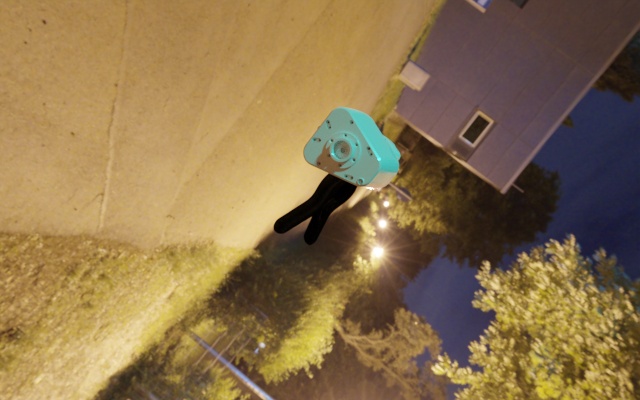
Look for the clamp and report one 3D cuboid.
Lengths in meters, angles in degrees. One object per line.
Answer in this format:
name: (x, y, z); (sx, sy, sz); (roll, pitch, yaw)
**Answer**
clamp: (0.001, 0.003, 0.767); (0.039, 0.171, 0.120); (43, 15, 24)
